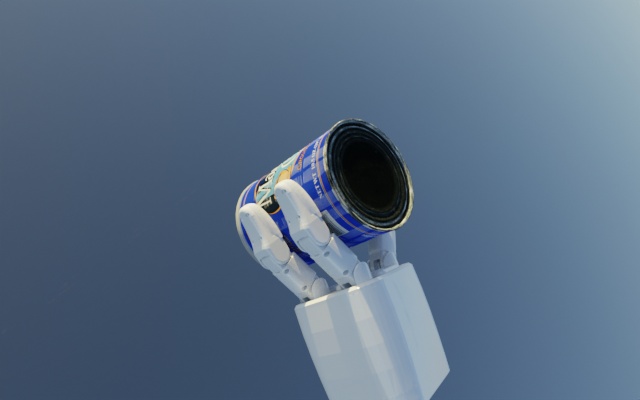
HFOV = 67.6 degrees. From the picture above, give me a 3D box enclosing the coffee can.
[{"bbox_3d":[0.000,0.001,0.447,0.103,0.102,0.140,0,-21,-42],"label":"coffee can"}]
